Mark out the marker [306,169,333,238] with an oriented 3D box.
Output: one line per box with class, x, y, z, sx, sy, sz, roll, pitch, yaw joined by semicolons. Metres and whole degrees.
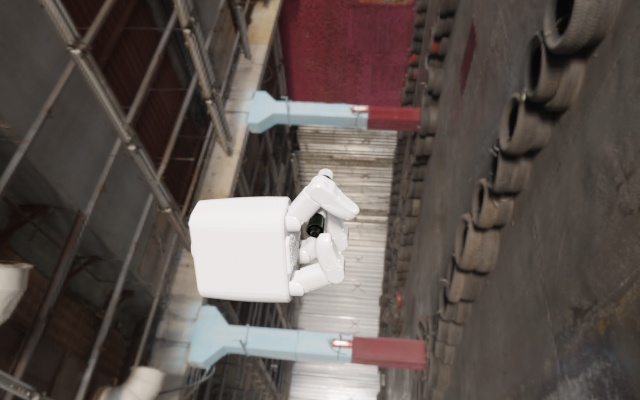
marker;0.000;0.002;0.539;0.020;0.020;0.121;0;34;7
